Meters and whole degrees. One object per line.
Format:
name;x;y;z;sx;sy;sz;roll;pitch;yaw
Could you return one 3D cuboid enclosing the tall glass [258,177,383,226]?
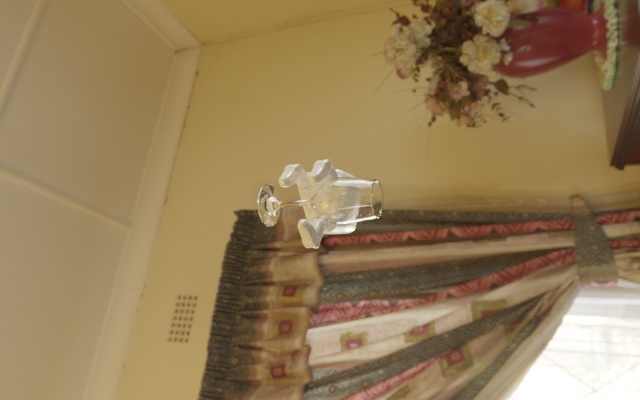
tall glass;-0.001;0.003;0.795;0.201;0.079;0.079;-4;-2;25
